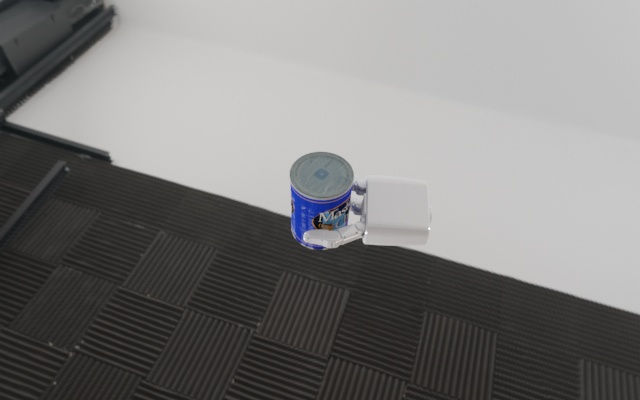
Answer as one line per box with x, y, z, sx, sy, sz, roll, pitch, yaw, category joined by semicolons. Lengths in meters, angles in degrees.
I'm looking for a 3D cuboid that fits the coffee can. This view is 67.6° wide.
0.000;0.003;0.809;0.103;0.102;0.140;0;-41;-2;coffee can
